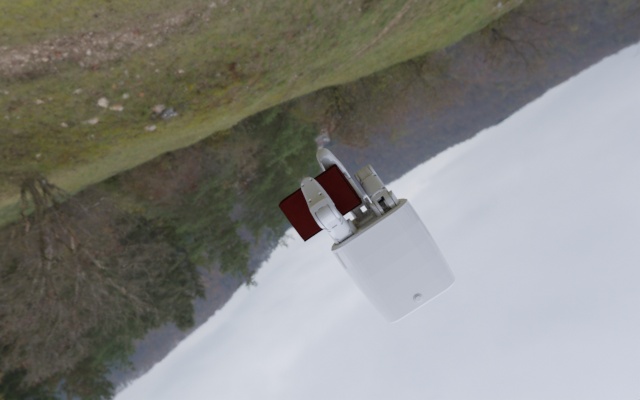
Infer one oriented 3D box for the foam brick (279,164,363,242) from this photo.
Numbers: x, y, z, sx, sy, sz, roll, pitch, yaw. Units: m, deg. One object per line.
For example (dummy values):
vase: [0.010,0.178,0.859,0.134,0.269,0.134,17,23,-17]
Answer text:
foam brick: [0.000,0.002,0.534,0.078,0.051,0.053,-34,5,6]
